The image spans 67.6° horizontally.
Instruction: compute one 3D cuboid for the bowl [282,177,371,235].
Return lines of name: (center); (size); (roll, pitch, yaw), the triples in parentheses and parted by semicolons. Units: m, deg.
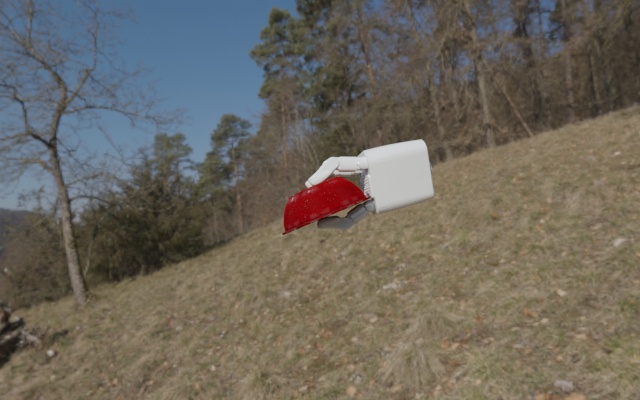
bowl: (-0.001, 0.003, 0.798); (0.162, 0.055, 0.162); (-23, -2, -1)
